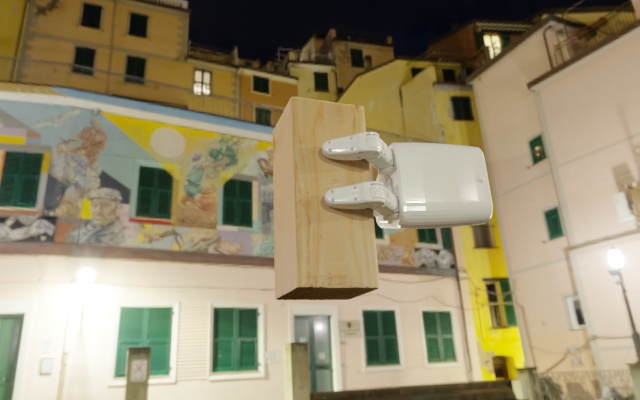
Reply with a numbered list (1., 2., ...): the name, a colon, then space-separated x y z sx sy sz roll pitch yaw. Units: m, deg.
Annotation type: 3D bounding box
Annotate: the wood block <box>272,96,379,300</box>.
1. wood block: 0.000 0.002 0.534 0.090 0.206 0.091 4 -20 -18
